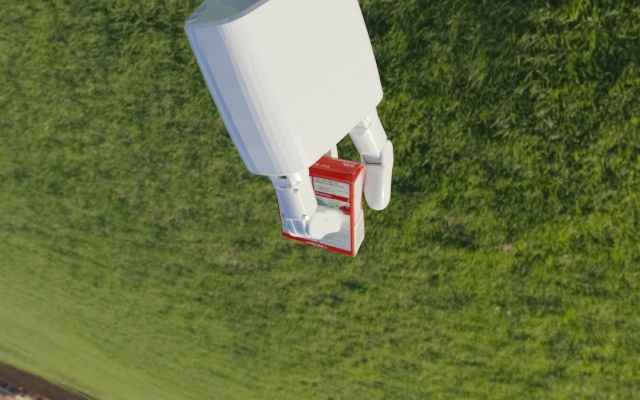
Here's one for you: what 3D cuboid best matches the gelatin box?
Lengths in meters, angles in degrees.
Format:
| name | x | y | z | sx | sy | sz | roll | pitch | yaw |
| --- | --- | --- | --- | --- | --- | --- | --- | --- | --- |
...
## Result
| name | x | y | z | sx | sy | sz | roll | pitch | yaw |
| --- | --- | --- | --- | --- | --- | --- | --- | --- | --- |
| gelatin box | 0.000 | 0.002 | 0.417 | 0.073 | 0.089 | 0.030 | 13 | 44 | 20 |
